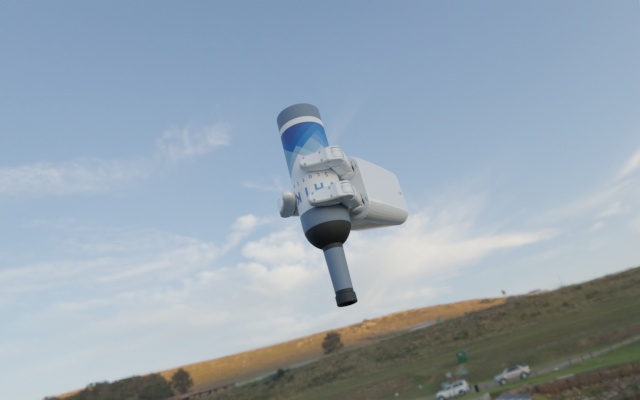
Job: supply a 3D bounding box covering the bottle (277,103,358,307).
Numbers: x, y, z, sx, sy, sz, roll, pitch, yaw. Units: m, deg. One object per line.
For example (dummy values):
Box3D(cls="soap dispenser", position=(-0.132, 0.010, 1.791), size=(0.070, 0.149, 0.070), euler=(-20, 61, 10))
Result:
Box3D(cls="bottle", position=(0.000, 0.002, 0.667), size=(0.069, 0.295, 0.069), euler=(-12, -24, -6))
